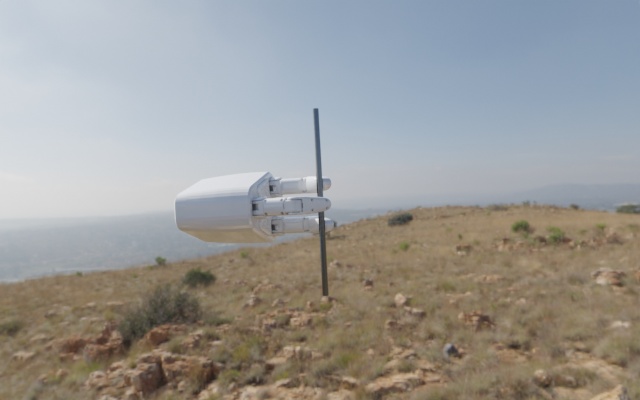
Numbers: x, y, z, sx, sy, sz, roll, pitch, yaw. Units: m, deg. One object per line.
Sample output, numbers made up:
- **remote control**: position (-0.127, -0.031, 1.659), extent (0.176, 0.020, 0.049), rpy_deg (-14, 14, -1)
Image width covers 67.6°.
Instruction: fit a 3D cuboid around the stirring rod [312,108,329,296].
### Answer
- **stirring rod**: position (0.000, 0.002, 0.614), extent (0.011, 0.239, 0.011), rpy_deg (-3, 0, 0)
